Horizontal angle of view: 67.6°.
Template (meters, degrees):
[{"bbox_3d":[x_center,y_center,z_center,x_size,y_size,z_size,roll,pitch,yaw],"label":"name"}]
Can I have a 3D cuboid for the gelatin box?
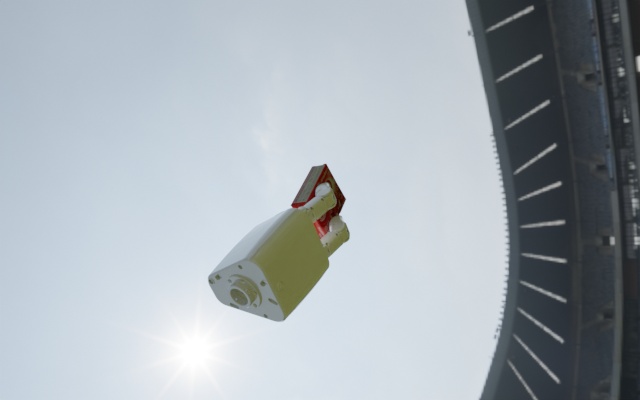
[{"bbox_3d":[0.000,0.002,0.698,0.030,0.073,0.089,-8,38,32],"label":"gelatin box"}]
